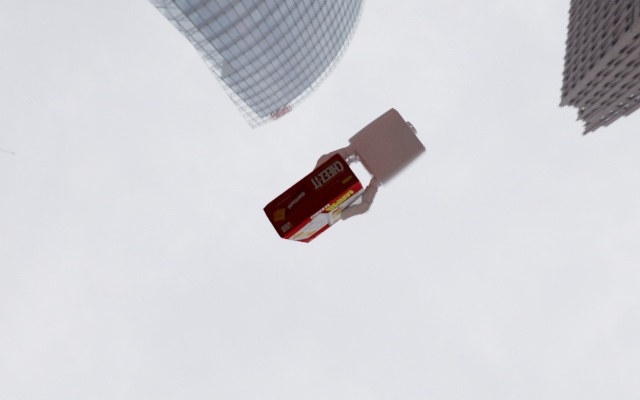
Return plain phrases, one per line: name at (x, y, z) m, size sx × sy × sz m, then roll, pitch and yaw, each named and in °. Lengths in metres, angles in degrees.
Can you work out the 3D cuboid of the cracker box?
cracker box at (0.000, 0.003, 0.893) m, size 0.164 × 0.072 × 0.214 m, roll -37°, pitch -12°, yaw 4°
